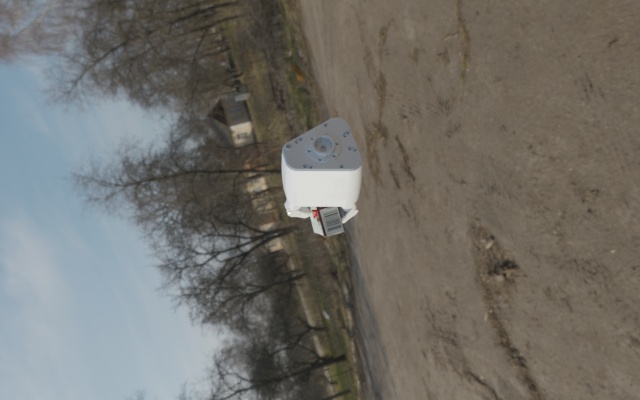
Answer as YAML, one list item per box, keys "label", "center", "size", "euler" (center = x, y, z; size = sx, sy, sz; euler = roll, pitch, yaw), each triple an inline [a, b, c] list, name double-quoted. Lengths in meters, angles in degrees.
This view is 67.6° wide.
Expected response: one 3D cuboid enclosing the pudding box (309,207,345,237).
- label: "pudding box"
  center: [0.000, 0.003, 0.808]
  size: [0.039, 0.113, 0.090]
  euler: [-15, 3, -10]
